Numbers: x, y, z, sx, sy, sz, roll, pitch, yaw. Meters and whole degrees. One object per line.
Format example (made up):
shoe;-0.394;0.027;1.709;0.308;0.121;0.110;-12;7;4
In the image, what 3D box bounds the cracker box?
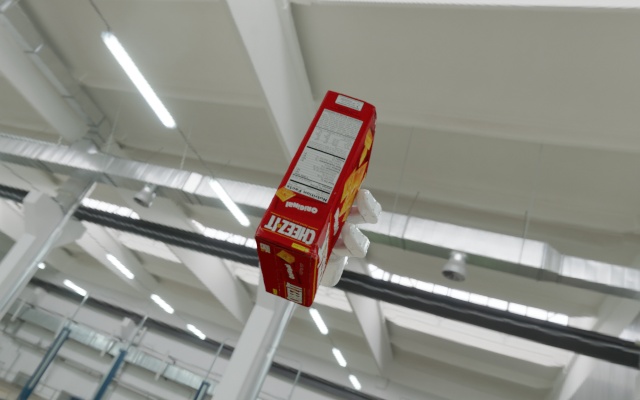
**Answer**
cracker box;0.000;0.002;0.585;0.072;0.213;0.164;19;-29;9
